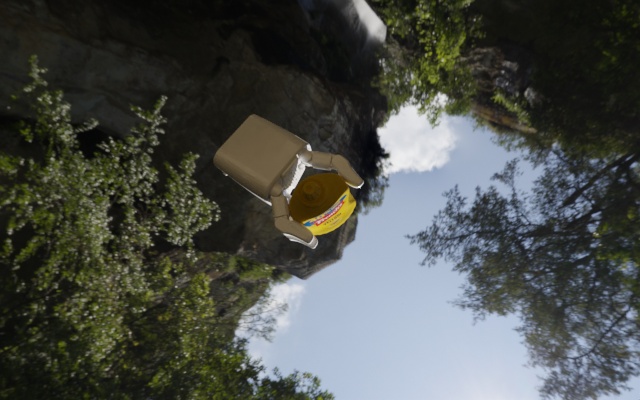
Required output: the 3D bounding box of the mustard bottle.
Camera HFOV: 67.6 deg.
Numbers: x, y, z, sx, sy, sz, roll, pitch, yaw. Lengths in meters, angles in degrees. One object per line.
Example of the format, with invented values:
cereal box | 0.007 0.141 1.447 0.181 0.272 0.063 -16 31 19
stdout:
mustard bottle | 0.000 0.003 0.725 0.096 0.058 0.192 -33 -15 1
